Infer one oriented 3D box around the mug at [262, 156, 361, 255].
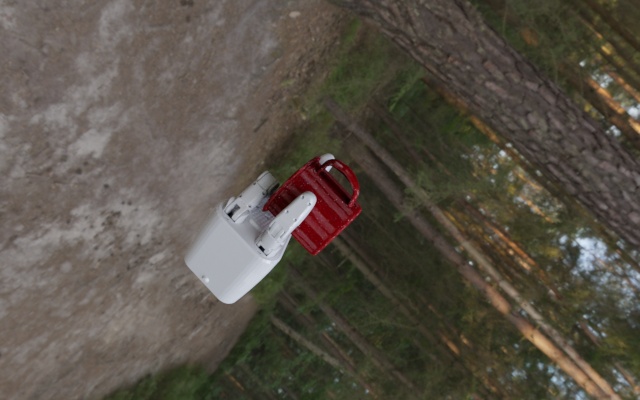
[{"bbox_3d":[0.001,0.001,0.552,0.117,0.081,0.093,-46,-4,34],"label":"mug"}]
